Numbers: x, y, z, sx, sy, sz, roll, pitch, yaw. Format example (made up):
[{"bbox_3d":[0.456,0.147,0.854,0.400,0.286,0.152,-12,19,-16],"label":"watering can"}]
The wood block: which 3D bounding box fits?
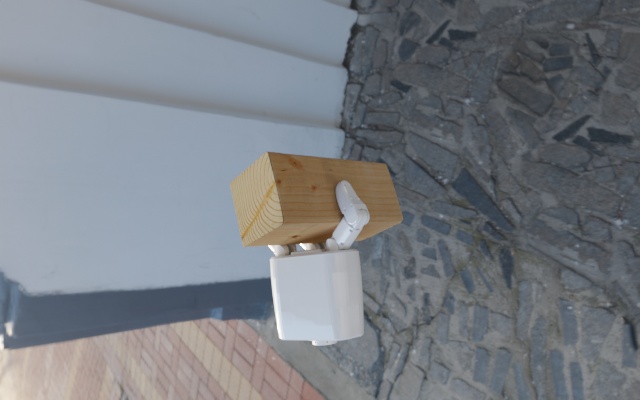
[{"bbox_3d":[0.000,0.002,0.627,0.206,0.090,0.091,1,-23,-42],"label":"wood block"}]
